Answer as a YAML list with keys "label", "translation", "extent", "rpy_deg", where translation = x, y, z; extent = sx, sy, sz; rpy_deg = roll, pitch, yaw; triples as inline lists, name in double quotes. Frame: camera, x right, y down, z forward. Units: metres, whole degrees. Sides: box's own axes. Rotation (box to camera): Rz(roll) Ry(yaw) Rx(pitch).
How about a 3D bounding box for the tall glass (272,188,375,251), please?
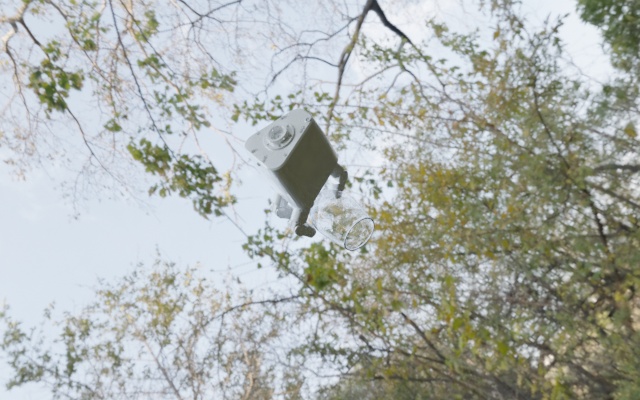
- label: "tall glass"
  translation: [0.000, 0.002, 0.798]
  extent: [0.079, 0.079, 0.201]
  rpy_deg: [0, 31, -46]
